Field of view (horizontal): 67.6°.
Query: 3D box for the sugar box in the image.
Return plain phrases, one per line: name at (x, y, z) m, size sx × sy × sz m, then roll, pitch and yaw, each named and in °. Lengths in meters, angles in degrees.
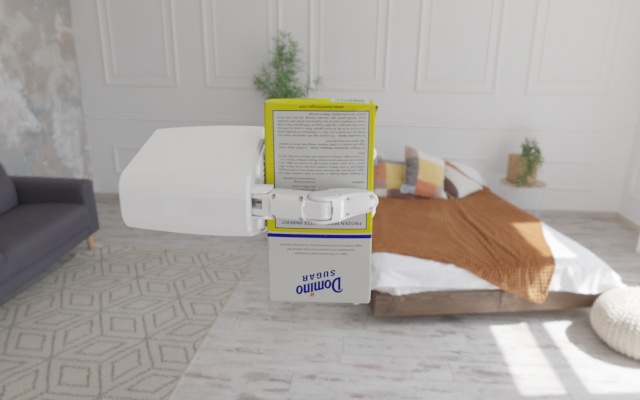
sugar box at (0.000, 0.001, 0.420) m, size 0.093 × 0.176 × 0.048 m, roll 2°, pitch 17°, yaw 2°
